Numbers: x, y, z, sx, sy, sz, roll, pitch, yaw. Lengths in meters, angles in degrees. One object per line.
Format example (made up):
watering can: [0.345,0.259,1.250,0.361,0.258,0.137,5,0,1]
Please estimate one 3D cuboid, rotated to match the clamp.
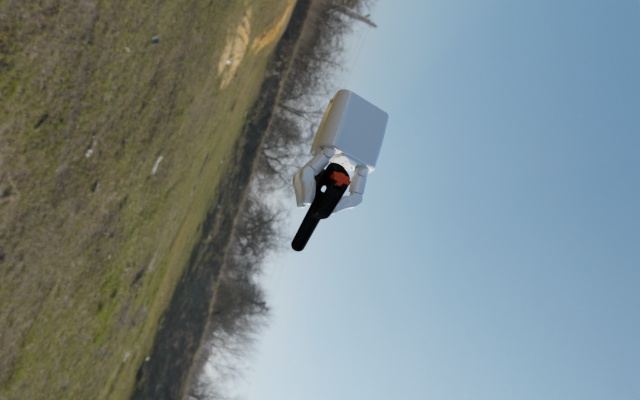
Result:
clamp: [0.001,0.003,0.790,0.036,0.164,0.210,19,-13,-11]
